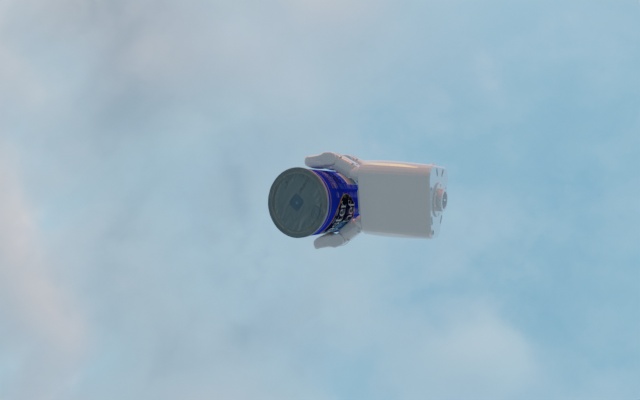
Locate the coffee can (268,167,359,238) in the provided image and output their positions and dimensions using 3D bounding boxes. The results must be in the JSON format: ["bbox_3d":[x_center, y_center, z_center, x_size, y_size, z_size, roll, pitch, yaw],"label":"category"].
[{"bbox_3d":[0.000,0.003,0.746,0.103,0.103,0.140,0,1,30],"label":"coffee can"}]
